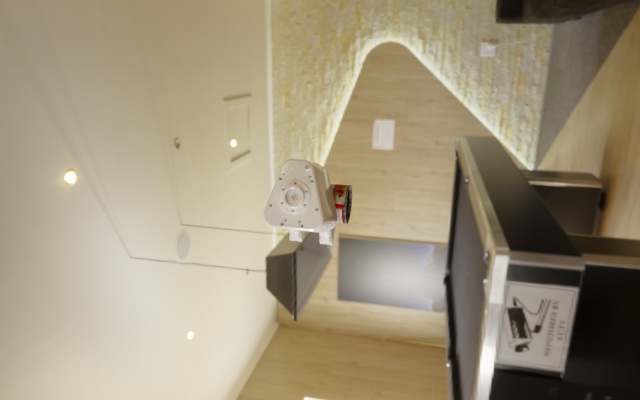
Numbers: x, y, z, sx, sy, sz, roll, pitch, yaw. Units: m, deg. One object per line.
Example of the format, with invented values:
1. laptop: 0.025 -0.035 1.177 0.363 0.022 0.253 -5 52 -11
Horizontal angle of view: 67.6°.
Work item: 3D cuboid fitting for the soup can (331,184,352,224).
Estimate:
1. soup can: 0.000 0.003 0.835 0.102 0.068 0.068 5 1 11
